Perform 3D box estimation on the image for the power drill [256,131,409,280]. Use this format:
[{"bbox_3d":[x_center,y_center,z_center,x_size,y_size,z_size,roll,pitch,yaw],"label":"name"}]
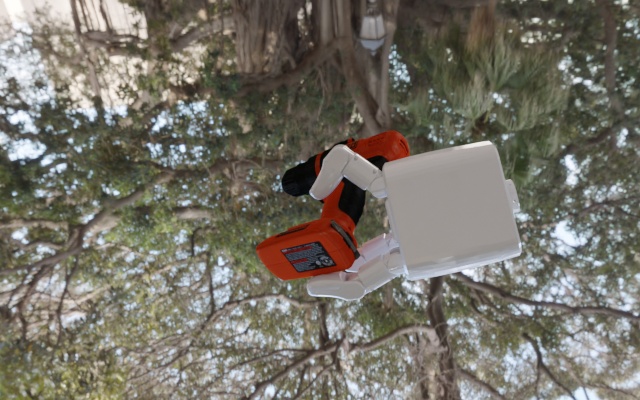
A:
[{"bbox_3d":[0.000,0.002,0.545,0.184,0.057,0.187,-18,32,37],"label":"power drill"}]
